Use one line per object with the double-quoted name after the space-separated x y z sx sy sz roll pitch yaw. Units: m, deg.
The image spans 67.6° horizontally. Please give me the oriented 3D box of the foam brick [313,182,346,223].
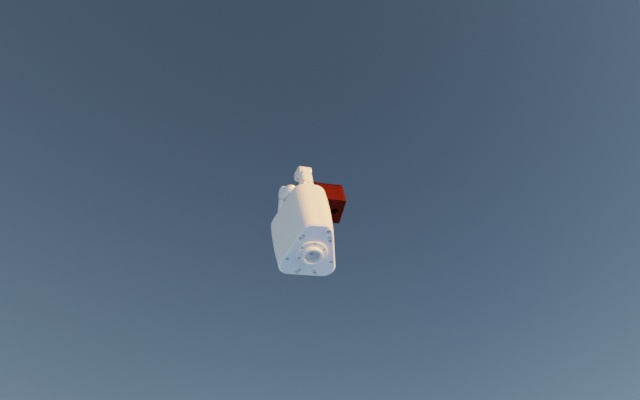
0.000 0.003 0.849 0.078 0.053 0.051 6 34 -15 "foam brick"
